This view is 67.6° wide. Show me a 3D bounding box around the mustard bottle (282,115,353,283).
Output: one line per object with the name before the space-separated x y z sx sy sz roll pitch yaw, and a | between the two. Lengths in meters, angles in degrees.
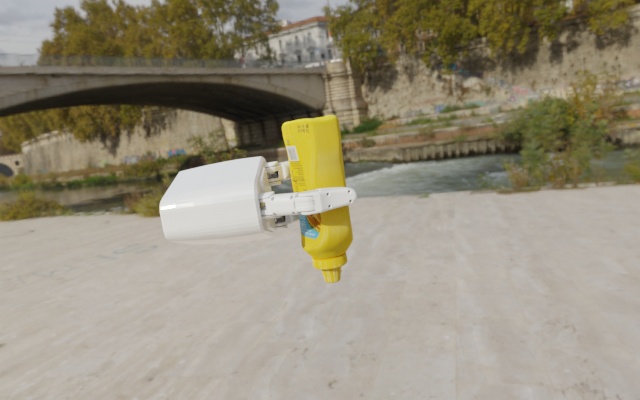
mustard bottle | 0.000 0.001 0.550 0.058 0.191 0.096 -12 9 -21
